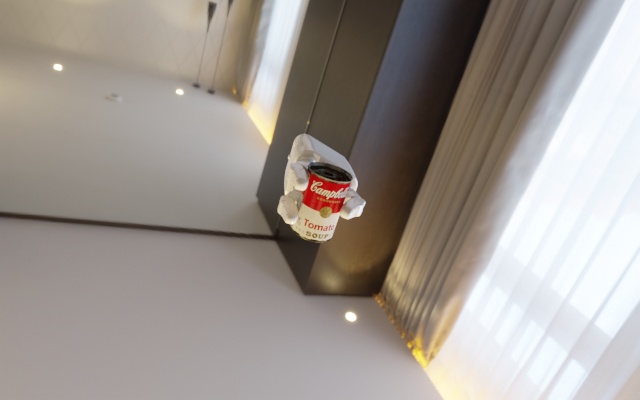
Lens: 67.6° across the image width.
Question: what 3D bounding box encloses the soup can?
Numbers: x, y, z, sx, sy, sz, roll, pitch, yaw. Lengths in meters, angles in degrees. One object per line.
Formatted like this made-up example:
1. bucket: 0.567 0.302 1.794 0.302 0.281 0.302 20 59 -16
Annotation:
1. soup can: 0.000 0.003 0.711 0.068 0.102 0.068 16 22 -7
